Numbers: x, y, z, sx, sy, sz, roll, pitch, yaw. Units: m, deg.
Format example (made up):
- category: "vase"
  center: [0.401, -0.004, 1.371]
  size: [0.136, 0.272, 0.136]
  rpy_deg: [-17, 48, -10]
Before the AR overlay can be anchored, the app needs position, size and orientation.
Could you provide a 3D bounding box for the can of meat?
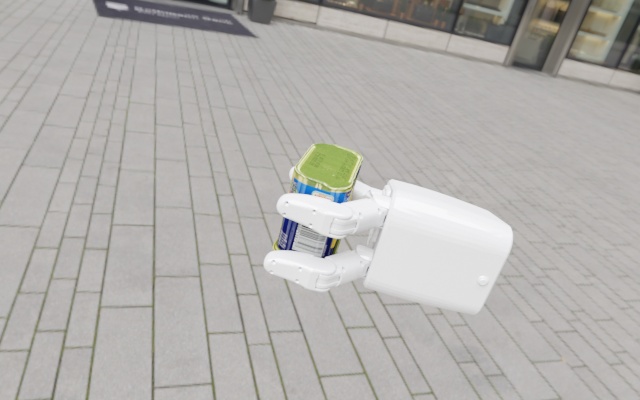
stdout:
- category: "can of meat"
  center: [0.000, 0.001, 0.444]
  size: [0.057, 0.084, 0.102]
  rpy_deg: [18, 27, 5]
